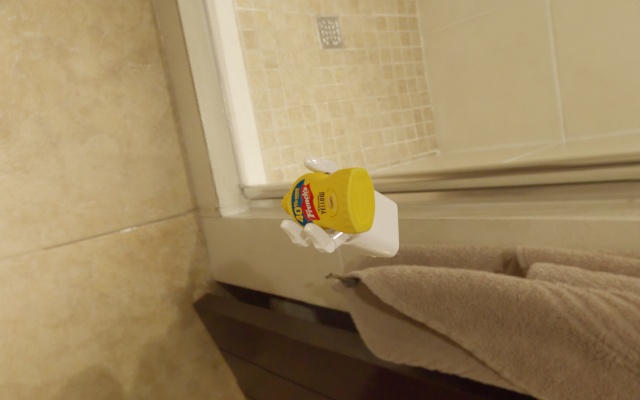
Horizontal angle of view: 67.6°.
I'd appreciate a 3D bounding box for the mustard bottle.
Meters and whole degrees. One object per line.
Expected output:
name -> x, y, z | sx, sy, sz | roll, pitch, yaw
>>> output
mustard bottle -> 0.000, 0.002, 0.756 | 0.058, 0.096, 0.191 | -8, 3, -39
